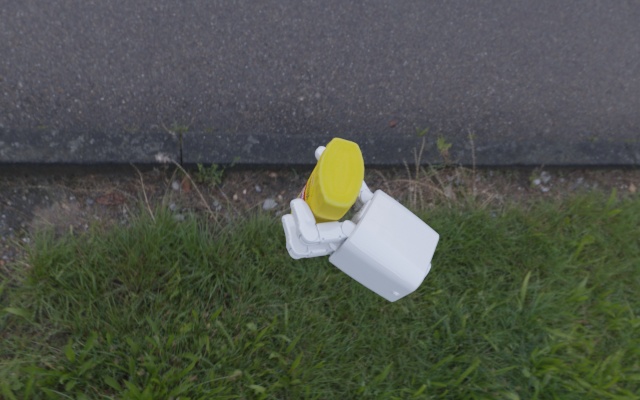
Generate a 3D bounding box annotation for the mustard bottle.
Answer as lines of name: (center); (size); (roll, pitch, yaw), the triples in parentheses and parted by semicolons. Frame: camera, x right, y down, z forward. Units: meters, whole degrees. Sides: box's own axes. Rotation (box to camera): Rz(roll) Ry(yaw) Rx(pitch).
mustard bottle: (0.000, 0.002, 0.650); (0.058, 0.096, 0.192); (13, -27, -11)
